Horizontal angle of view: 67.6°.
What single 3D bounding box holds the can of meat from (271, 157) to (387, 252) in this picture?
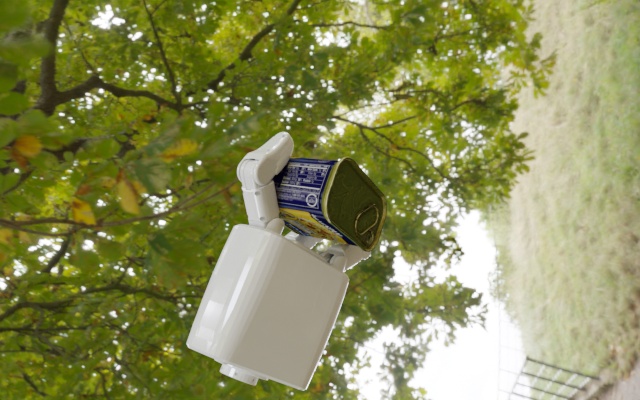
[{"bbox_3d":[0.000,0.001,0.431,0.084,0.057,0.102,8,-20,34],"label":"can of meat"}]
